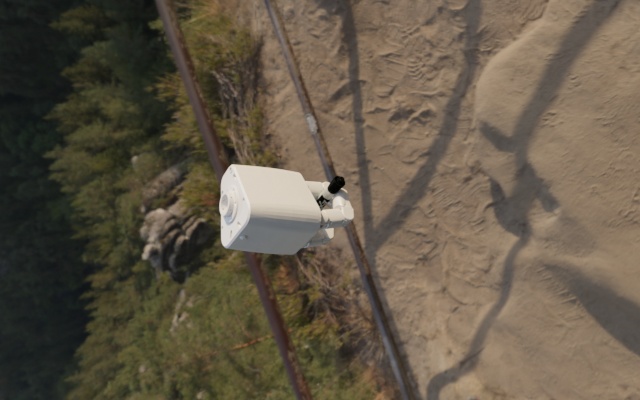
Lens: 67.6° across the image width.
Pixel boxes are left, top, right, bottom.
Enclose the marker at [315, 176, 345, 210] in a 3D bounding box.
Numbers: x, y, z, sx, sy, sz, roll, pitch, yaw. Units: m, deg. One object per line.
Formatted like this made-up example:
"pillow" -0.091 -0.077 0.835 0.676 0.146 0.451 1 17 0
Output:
"marker" 0.000 0.002 0.716 0.020 0.020 0.121 0 -33 -37
